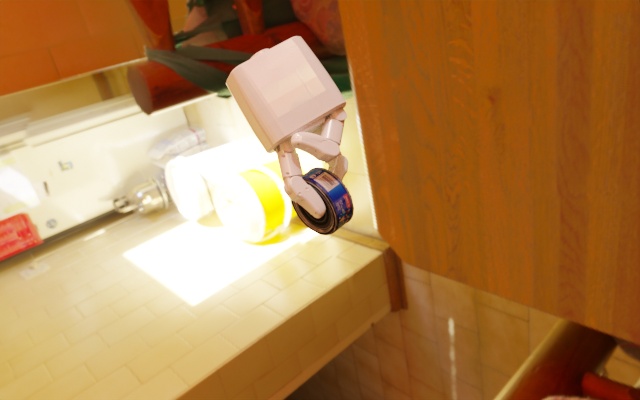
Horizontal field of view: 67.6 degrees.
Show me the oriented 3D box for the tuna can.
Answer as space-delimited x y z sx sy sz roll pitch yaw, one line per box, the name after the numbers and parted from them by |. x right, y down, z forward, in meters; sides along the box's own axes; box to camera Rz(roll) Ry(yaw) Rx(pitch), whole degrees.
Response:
0.000 0.002 0.620 0.033 0.086 0.086 -36 22 -34 | tuna can
